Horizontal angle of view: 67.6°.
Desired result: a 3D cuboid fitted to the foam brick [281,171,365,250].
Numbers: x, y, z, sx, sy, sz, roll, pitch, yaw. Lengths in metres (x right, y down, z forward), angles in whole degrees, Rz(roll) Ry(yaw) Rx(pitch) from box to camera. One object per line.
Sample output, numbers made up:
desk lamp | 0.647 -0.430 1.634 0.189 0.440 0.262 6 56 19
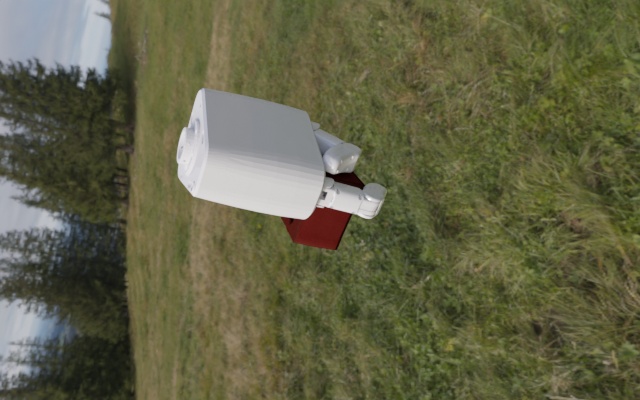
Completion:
foam brick | 0.000 0.002 0.481 0.051 0.078 0.053 10 25 -27
